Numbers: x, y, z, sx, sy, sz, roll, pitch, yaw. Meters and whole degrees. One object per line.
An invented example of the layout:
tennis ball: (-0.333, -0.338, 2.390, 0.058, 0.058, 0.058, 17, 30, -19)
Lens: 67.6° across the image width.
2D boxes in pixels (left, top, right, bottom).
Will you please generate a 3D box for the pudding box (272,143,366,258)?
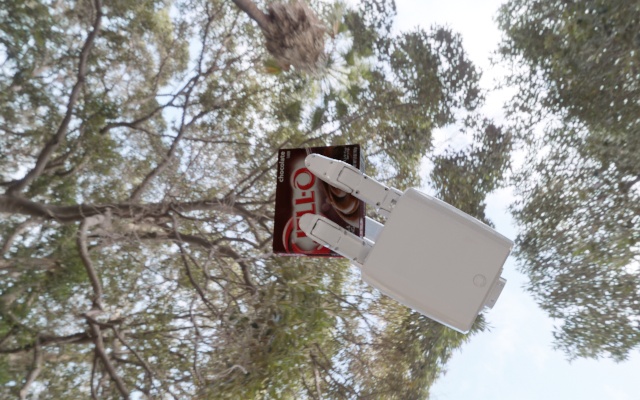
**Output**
pudding box: (0.000, 0.002, 0.492, 0.090, 0.113, 0.039, -1, -14, 17)
